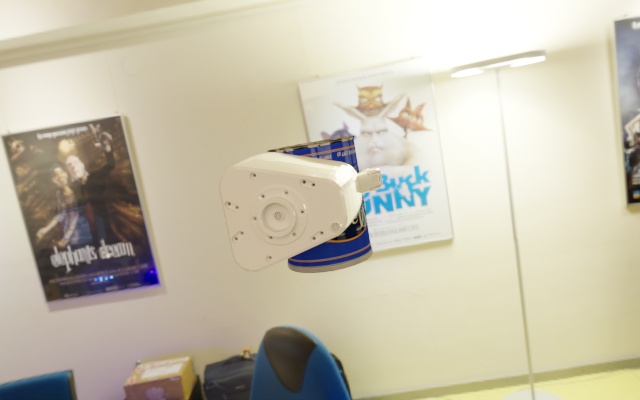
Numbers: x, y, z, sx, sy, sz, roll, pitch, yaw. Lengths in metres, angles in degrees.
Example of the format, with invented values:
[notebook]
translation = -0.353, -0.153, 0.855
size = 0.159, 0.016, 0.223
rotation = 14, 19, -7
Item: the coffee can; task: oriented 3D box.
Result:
[coffee can]
translation = 0.000, 0.002, 0.559
size = 0.103, 0.140, 0.103
rotation = -10, 8, 1
